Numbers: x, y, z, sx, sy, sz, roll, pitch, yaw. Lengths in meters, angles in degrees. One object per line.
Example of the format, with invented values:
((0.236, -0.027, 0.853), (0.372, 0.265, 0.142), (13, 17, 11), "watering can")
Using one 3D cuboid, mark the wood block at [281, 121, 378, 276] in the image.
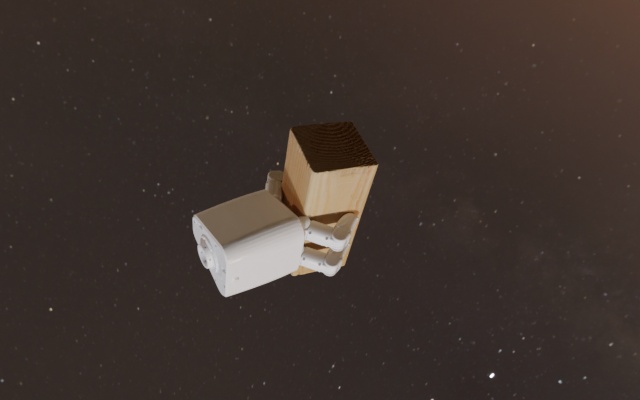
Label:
((0.000, 0.002, 0.665), (0.090, 0.090, 0.206), (-9, -41, -21), "wood block")
